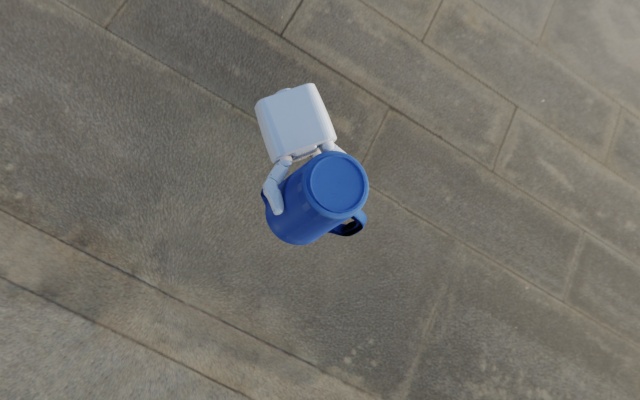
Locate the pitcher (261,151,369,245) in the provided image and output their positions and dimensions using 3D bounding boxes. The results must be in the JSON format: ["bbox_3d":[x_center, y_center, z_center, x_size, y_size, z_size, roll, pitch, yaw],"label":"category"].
[{"bbox_3d":[0.000,0.003,0.827,0.149,0.145,0.243,-17,-5,-20],"label":"pitcher"}]
